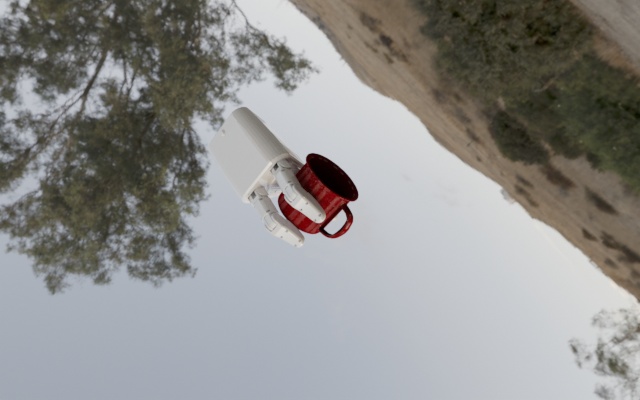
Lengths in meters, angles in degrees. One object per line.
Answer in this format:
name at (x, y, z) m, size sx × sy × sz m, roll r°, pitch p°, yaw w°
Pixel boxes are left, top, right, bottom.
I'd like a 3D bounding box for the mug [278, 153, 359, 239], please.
mug at (0.001, 0.003, 0.673) m, size 0.081 × 0.117 × 0.093 m, roll -48°, pitch -22°, yaw 24°
